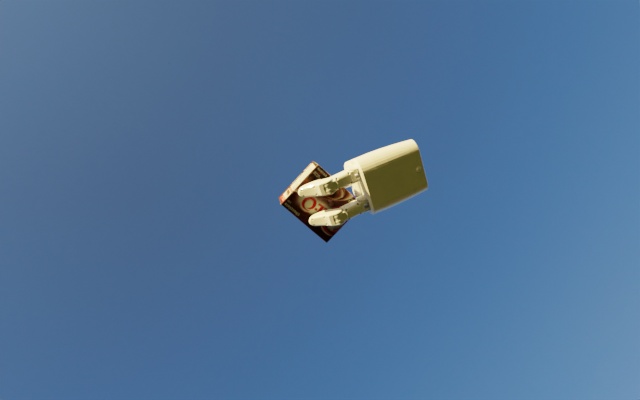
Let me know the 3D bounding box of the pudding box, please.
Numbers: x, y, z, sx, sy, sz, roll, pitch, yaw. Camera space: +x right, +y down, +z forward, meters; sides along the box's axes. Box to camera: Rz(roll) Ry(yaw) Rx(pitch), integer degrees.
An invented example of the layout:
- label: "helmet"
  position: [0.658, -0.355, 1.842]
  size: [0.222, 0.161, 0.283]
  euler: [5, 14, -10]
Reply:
- label: "pudding box"
  position: [0.000, 0.003, 0.802]
  size: [0.113, 0.090, 0.039]
  euler: [41, 5, -21]
